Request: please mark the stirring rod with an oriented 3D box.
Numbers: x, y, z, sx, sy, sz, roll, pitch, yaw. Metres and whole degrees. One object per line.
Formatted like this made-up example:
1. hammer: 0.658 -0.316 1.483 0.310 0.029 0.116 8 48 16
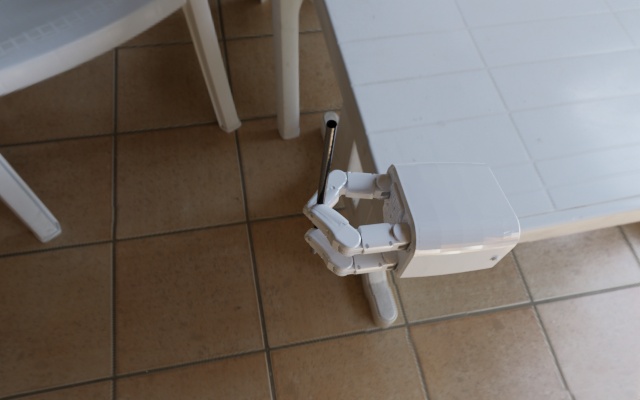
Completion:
1. stirring rod: 0.000 0.001 0.455 0.011 0.011 0.240 0 -29 -4
